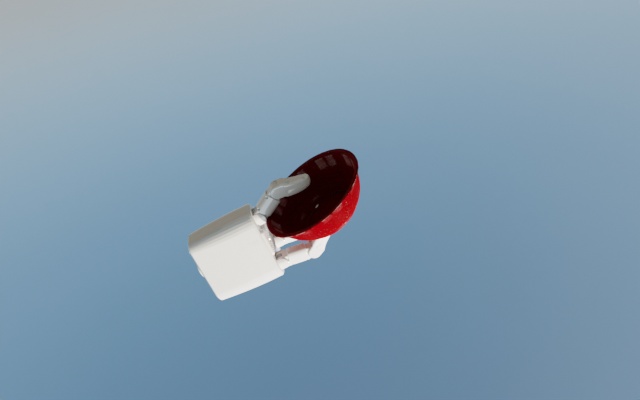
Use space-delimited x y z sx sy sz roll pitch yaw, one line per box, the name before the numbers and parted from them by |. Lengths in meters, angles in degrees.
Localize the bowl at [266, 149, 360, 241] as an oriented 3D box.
bowl | 0.001 0.002 0.687 0.162 0.162 0.055 0 -38 49
